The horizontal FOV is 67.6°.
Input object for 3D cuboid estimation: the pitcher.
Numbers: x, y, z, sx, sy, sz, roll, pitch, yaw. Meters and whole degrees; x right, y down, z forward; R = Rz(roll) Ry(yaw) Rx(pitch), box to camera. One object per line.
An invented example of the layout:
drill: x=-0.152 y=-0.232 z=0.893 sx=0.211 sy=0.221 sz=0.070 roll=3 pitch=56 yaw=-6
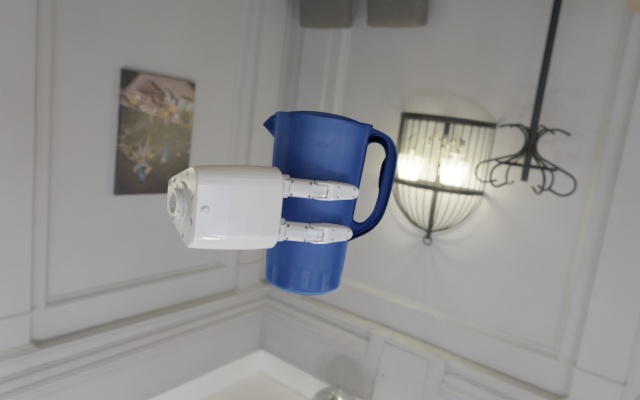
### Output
pitcher: x=0.000 y=0.002 z=0.658 sx=0.145 sy=0.243 sz=0.149 roll=1 pitch=11 yaw=-36
